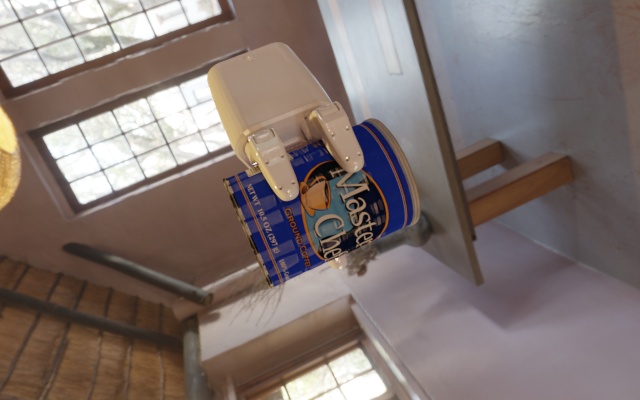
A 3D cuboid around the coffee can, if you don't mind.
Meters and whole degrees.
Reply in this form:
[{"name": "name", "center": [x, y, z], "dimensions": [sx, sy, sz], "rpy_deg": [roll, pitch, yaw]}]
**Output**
[{"name": "coffee can", "center": [0.000, 0.001, 0.418], "dimensions": [0.140, 0.103, 0.103], "rpy_deg": [-23, 4, -9]}]
